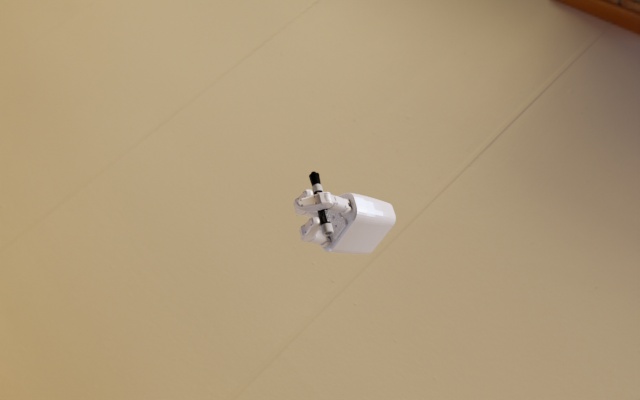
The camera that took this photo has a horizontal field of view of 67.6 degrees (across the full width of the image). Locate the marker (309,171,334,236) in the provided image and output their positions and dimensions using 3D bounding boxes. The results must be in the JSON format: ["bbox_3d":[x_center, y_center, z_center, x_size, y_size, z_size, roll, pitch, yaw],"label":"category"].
[{"bbox_3d":[0.000,0.003,0.809,0.020,0.121,0.020,-11,-28,-6],"label":"marker"}]
